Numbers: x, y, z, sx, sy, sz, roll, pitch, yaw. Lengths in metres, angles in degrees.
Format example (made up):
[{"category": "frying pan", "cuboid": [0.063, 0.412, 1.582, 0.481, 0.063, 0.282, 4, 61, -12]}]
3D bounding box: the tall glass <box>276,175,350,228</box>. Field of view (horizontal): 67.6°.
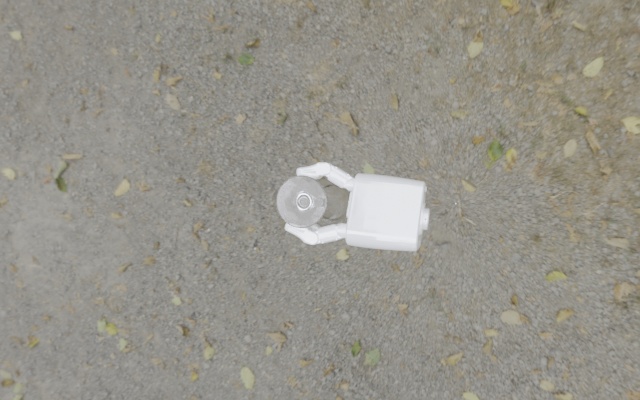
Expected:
[{"category": "tall glass", "cuboid": [0.000, 0.002, 0.763, 0.079, 0.079, 0.201, 0, 0, 16]}]
